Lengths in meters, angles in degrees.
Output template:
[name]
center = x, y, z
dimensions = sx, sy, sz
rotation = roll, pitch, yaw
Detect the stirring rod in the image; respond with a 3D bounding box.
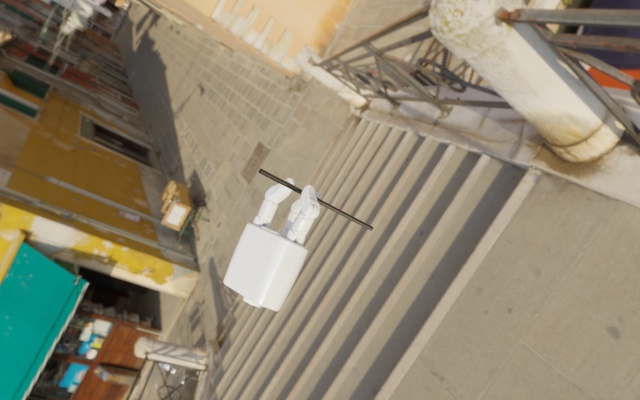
[stirring rod]
center = 0.000, 0.003, 0.782
dimensions = 0.239, 0.011, 0.011
rotation = 28, -15, -32
